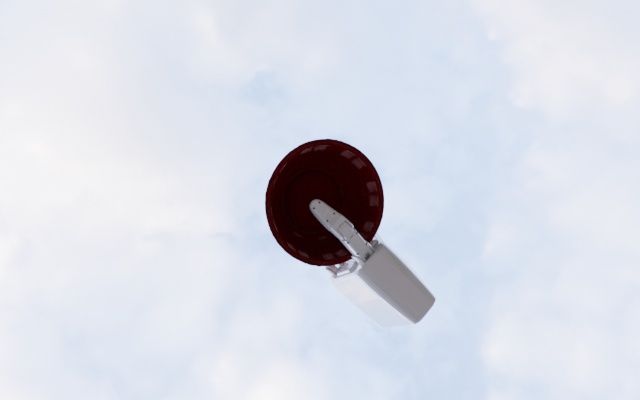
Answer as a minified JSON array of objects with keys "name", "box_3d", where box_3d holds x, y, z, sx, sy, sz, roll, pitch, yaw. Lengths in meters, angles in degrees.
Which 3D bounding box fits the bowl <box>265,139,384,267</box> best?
[{"name":"bowl","box_3d":[-0.001,0.001,0.626,0.162,0.162,0.055,0,3,-20]}]
